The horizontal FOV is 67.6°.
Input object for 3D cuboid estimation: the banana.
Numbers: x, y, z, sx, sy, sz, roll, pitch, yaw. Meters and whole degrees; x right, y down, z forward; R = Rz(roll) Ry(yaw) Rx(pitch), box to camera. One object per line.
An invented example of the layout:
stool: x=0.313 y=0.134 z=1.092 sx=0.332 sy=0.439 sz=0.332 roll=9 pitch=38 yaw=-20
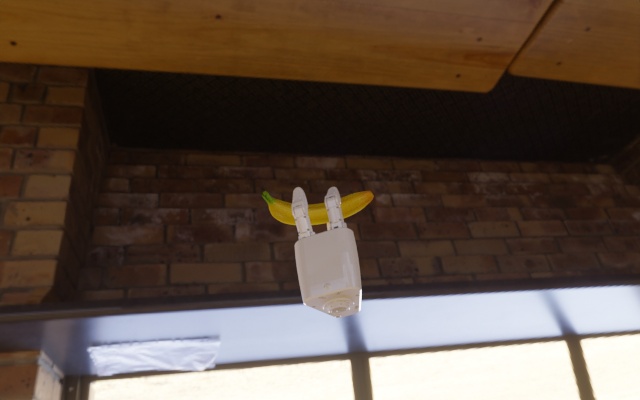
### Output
banana: x=-0.005 y=0.015 z=0.855 sx=0.198 sy=0.037 sz=0.070 roll=-2 pitch=-39 yaw=-8
